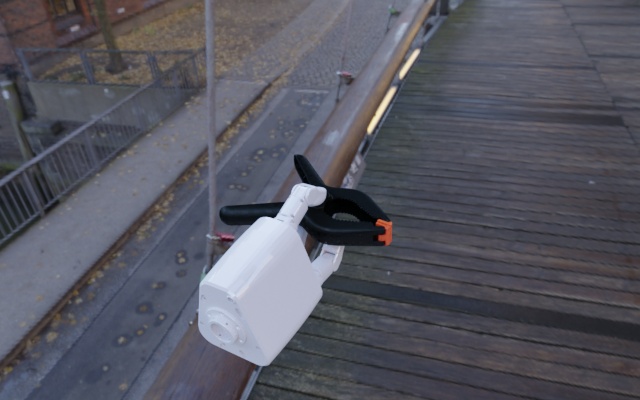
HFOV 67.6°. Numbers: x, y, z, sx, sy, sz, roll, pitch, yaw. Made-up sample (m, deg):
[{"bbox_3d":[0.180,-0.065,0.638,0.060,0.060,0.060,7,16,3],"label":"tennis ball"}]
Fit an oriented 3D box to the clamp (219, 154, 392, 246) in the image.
[{"bbox_3d":[0.000,0.002,0.609,0.210,0.036,0.164,15,42,25],"label":"clamp"}]
